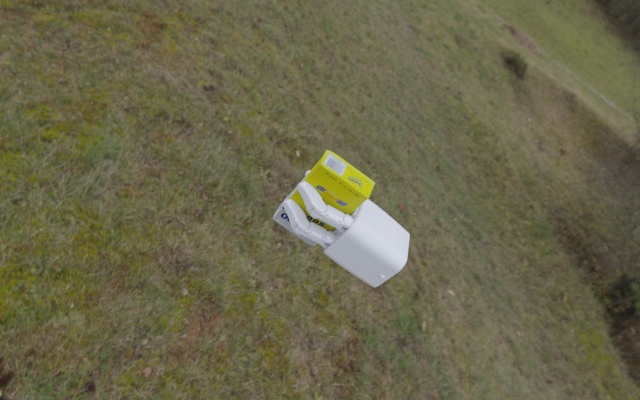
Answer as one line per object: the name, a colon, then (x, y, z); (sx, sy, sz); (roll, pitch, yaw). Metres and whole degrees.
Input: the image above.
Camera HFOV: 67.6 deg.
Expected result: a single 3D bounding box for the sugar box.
sugar box: (0.000, 0.003, 0.784); (0.093, 0.048, 0.176); (35, -45, -7)
